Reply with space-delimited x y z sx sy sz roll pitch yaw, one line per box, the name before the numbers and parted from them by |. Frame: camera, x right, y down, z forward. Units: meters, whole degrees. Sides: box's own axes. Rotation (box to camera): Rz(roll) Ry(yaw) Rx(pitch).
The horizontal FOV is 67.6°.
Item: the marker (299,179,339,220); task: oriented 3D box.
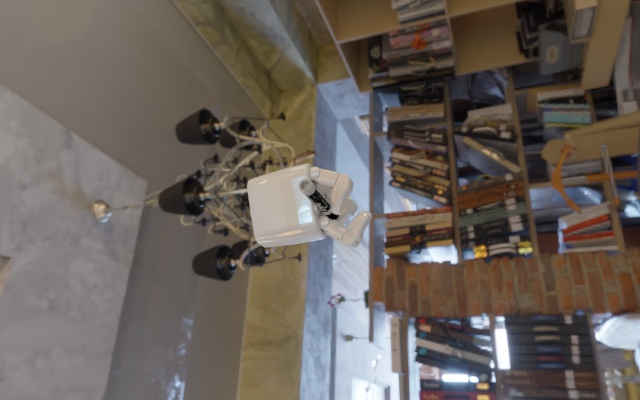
marker | 0.000 0.002 0.681 0.020 0.020 0.121 0 -22 22
